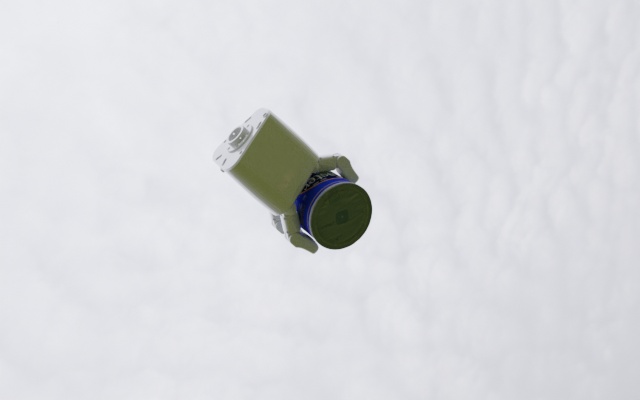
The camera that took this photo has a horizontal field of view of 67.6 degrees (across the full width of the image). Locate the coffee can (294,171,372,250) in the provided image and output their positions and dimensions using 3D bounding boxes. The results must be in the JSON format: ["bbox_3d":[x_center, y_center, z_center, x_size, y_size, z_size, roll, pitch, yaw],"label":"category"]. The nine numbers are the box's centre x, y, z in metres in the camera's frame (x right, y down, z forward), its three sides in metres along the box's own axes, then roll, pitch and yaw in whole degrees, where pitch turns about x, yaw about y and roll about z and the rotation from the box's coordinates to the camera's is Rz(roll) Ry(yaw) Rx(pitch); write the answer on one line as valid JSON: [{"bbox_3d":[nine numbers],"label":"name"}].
[{"bbox_3d":[0.000,0.003,0.741,0.103,0.103,0.140,0,18,-29],"label":"coffee can"}]
